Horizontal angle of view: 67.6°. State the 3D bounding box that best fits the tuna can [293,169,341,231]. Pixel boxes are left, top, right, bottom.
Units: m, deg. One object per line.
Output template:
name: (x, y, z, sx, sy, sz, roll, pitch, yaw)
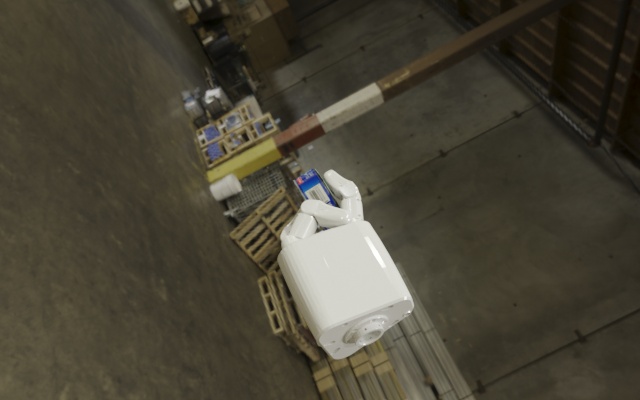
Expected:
tuna can: (0.001, 0.002, 0.618, 0.034, 0.086, 0.086, -32, 1, -1)
